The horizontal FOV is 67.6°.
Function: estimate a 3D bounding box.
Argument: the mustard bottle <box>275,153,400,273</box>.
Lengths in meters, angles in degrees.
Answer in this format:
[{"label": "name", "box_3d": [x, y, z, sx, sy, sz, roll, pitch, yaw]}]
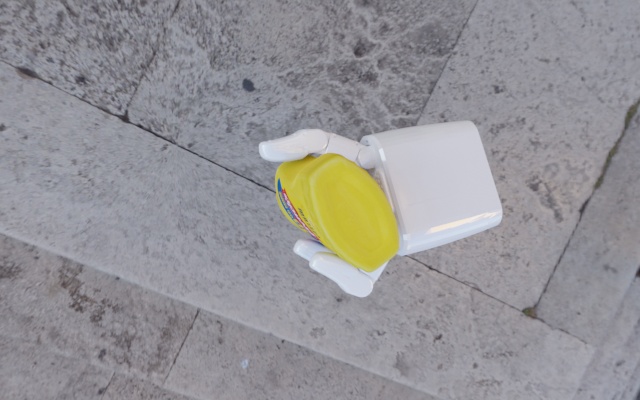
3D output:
[{"label": "mustard bottle", "box_3d": [0.000, 0.002, 0.445, 0.058, 0.096, 0.191, -38, 15, -10]}]
